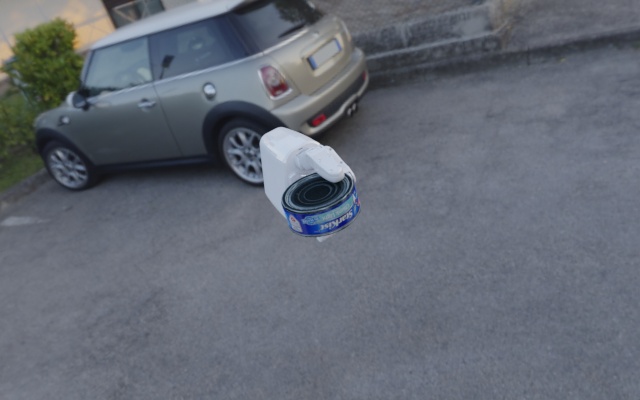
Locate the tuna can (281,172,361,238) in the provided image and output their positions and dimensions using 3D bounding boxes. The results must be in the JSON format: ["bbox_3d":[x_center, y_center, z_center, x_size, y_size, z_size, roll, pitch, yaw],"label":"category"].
[{"bbox_3d":[0.000,0.001,0.534,0.086,0.034,0.086,-12,32,8],"label":"tuna can"}]
